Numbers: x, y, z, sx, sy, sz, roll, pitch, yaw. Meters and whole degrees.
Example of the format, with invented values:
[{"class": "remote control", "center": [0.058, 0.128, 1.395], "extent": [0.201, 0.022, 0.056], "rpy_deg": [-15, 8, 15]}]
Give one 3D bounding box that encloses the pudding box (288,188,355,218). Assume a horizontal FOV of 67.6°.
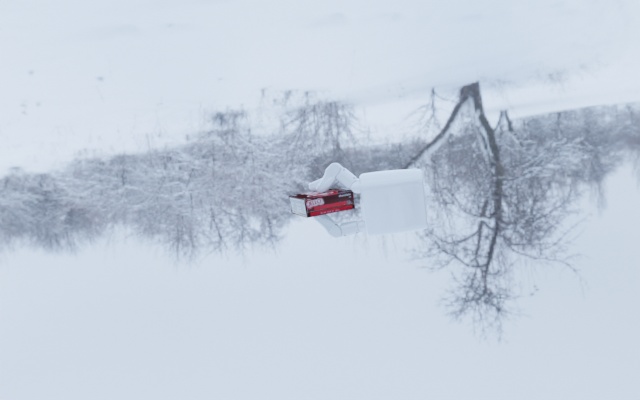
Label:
[{"class": "pudding box", "center": [0.000, 0.003, 0.857], "extent": [0.090, 0.039, 0.113], "rpy_deg": [-9, 4, -17]}]
